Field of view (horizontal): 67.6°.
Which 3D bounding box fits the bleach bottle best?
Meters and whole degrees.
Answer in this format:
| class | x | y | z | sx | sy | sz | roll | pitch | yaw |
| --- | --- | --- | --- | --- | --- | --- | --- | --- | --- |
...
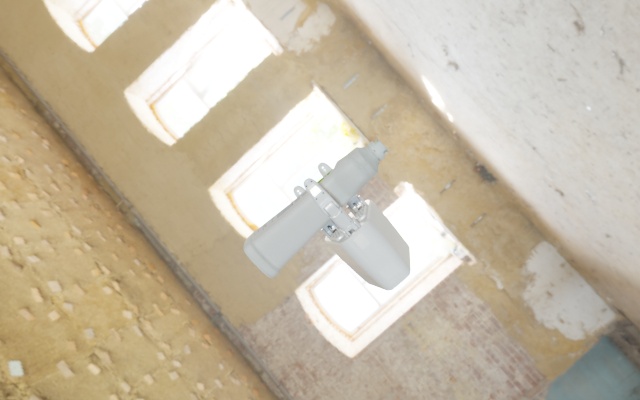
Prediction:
| class | x | y | z | sx | sy | sz | roll | pitch | yaw |
| --- | --- | --- | --- | --- | --- | --- | --- | --- | --- |
| bleach bottle | 0.000 | 0.002 | 0.713 | 0.251 | 0.068 | 0.102 | -42 | 9 | 4 |
